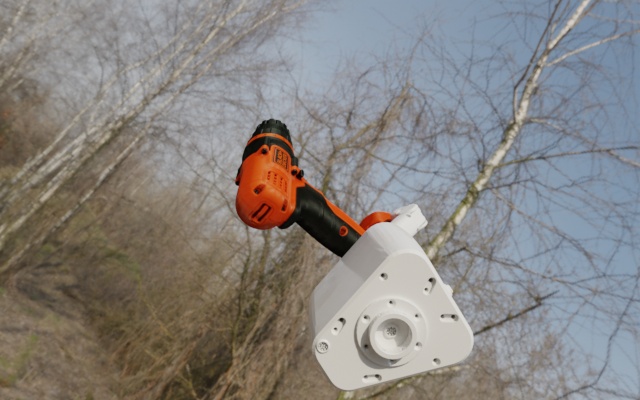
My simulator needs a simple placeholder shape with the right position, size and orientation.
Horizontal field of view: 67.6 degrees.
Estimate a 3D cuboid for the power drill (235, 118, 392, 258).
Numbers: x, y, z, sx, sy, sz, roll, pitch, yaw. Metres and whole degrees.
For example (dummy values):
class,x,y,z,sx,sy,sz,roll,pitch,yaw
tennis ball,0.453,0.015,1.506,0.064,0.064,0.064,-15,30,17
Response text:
class,x,y,z,sx,sy,sz,roll,pitch,yaw
power drill,0.000,0.002,0.491,0.188,0.057,0.184,33,25,-19
